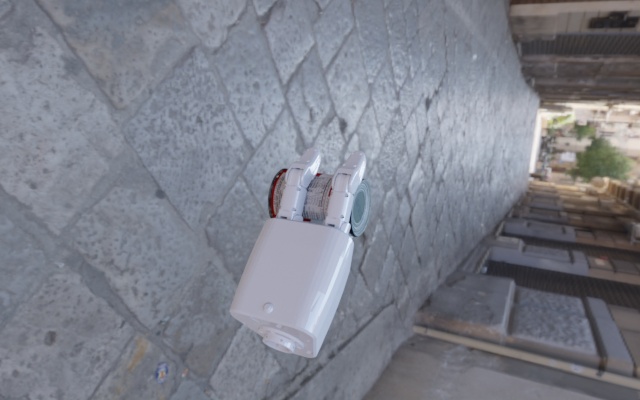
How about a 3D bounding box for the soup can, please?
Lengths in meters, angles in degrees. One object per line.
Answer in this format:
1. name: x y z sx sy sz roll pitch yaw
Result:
1. soup can: 0.001 0.002 0.548 0.102 0.068 0.068 8 3 24
